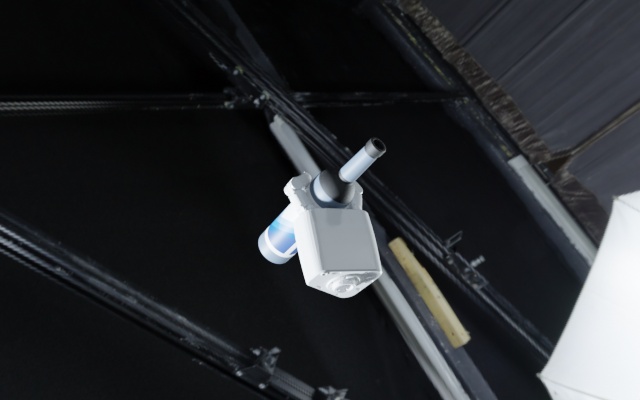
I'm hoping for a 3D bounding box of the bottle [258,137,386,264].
[{"bbox_3d":[0.000,0.003,0.766,0.069,0.069,0.296,0,-34,-42],"label":"bottle"}]
